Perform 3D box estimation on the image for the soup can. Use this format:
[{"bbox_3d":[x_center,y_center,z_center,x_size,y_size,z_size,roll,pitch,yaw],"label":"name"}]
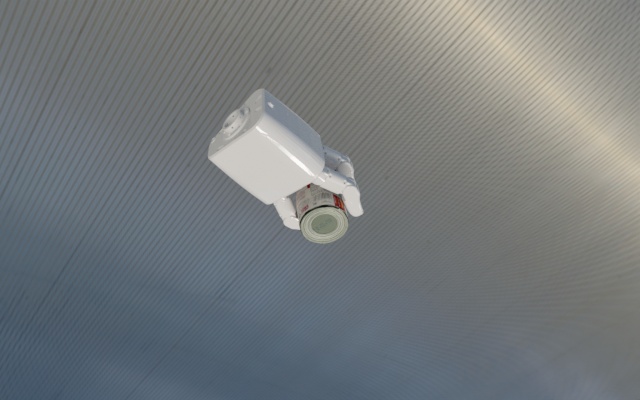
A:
[{"bbox_3d":[0.000,0.003,0.673,0.068,0.069,0.102,0,38,-8],"label":"soup can"}]
